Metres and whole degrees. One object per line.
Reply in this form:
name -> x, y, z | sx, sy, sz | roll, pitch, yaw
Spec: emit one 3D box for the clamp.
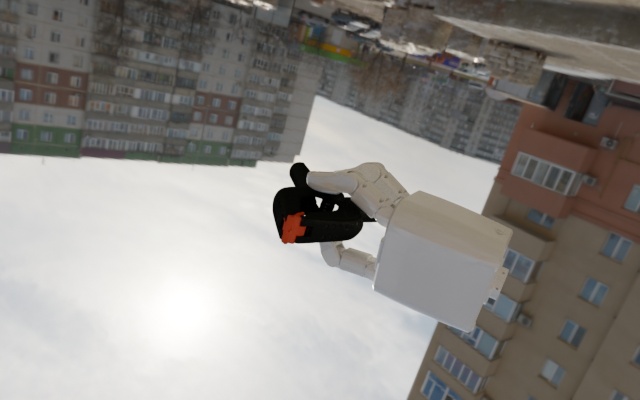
clamp -> 0.000, 0.003, 0.518 | 0.164, 0.036, 0.210 | 22, 19, 21
